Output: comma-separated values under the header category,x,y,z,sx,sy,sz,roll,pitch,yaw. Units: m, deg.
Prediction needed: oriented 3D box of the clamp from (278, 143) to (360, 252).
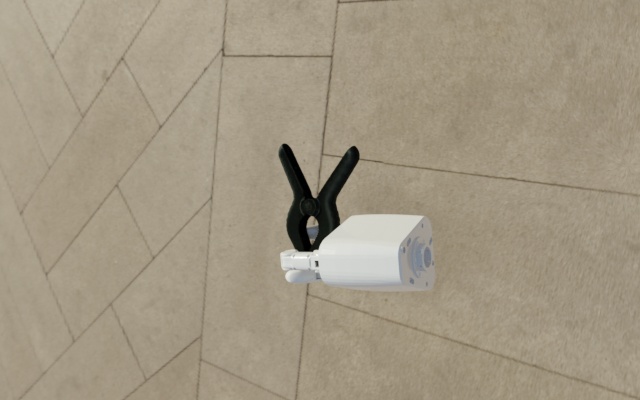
category,x,y,z,sx,sy,sz,roll,pitch,yaw
clamp,0.000,0.002,0.643,0.120,0.171,0.039,-4,1,34
